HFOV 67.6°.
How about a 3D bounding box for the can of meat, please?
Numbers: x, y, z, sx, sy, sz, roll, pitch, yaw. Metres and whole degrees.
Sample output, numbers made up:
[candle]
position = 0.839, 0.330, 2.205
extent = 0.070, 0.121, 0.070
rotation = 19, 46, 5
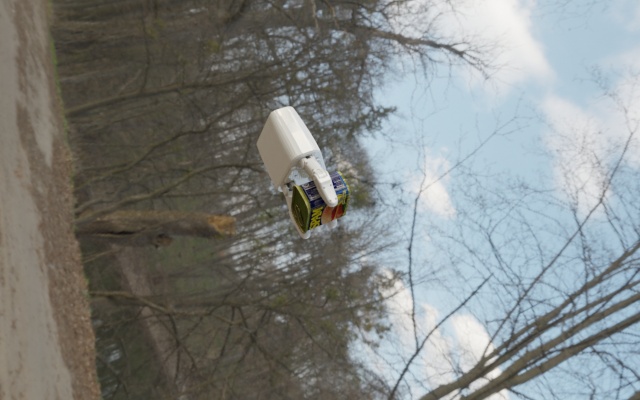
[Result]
[can of meat]
position = 0.000, 0.003, 0.820
extent = 0.084, 0.057, 0.102
rotation = -21, -27, -19
